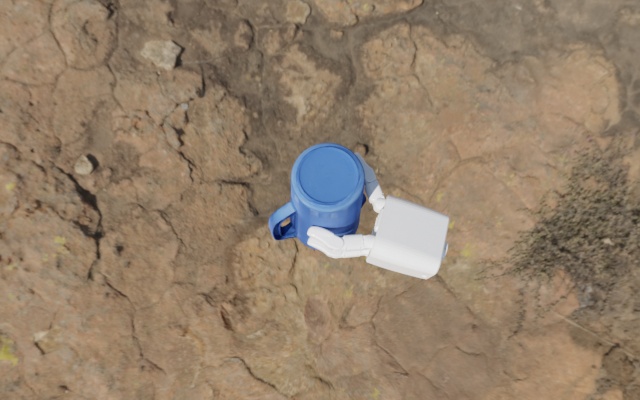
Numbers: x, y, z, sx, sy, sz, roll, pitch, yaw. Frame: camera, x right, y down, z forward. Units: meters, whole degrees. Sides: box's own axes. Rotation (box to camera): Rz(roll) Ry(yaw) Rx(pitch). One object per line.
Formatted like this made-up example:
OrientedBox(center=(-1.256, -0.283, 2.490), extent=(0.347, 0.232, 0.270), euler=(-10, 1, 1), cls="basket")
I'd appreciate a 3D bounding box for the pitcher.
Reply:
OrientedBox(center=(0.000, 0.003, 0.796), extent=(0.145, 0.149, 0.243), euler=(21, -15, 6), cls="pitcher")
